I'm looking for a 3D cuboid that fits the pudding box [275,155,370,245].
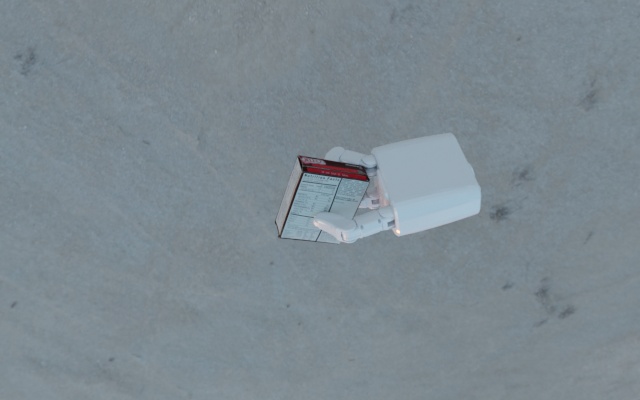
[{"bbox_3d":[0.000,0.002,0.603,0.090,0.114,0.039,8,36,-19],"label":"pudding box"}]
